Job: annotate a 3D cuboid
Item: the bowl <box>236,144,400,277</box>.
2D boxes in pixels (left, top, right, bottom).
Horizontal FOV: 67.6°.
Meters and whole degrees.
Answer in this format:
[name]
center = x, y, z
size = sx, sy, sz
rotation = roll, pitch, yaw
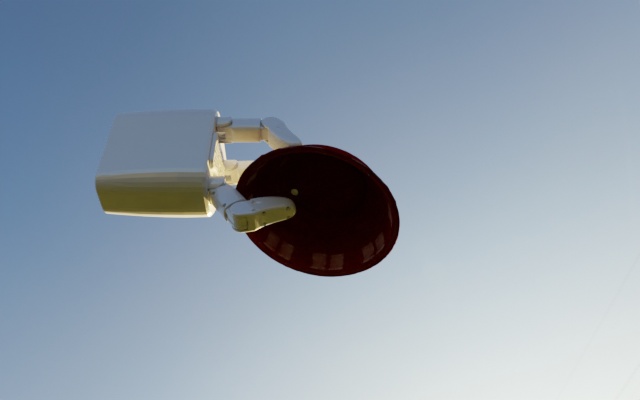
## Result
[bowl]
center = 0.001, 0.002, 0.476
size = 0.162, 0.162, 0.055
rotation = 0, 38, 16
